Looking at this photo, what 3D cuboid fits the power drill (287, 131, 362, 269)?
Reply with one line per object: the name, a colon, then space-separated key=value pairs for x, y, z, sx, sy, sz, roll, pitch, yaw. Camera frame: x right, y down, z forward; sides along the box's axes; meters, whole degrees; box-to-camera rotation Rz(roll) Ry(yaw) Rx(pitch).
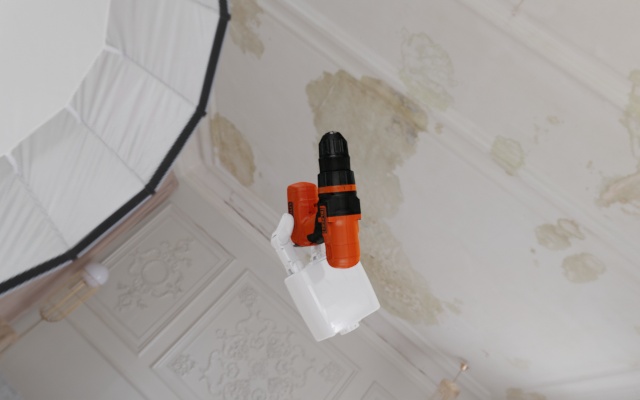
power drill: x=0.000 y=0.003 z=0.703 sx=0.057 sy=0.184 sz=0.187 roll=-3 pitch=-2 yaw=-18
